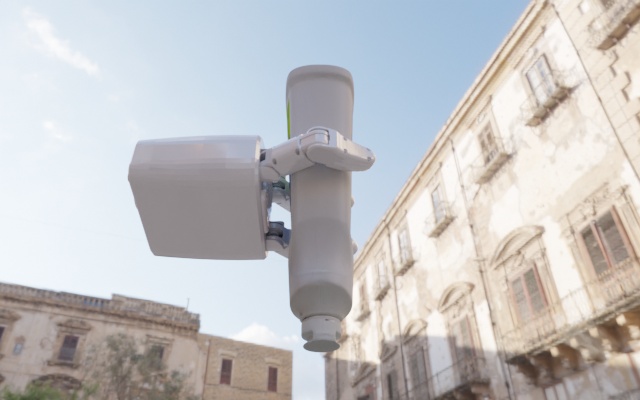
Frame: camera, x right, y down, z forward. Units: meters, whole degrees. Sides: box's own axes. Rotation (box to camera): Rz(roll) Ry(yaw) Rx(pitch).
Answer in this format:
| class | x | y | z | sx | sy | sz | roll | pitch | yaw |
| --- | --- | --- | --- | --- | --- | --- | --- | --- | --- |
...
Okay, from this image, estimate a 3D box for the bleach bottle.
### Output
| class | x | y | z | sx | sy | sz | roll | pitch | yaw |
| --- | --- | --- | --- | --- | --- | --- | --- | --- | --- |
| bleach bottle | 0.000 | 0.001 | 0.420 | 0.068 | 0.250 | 0.103 | 0 | -35 | 0 |
